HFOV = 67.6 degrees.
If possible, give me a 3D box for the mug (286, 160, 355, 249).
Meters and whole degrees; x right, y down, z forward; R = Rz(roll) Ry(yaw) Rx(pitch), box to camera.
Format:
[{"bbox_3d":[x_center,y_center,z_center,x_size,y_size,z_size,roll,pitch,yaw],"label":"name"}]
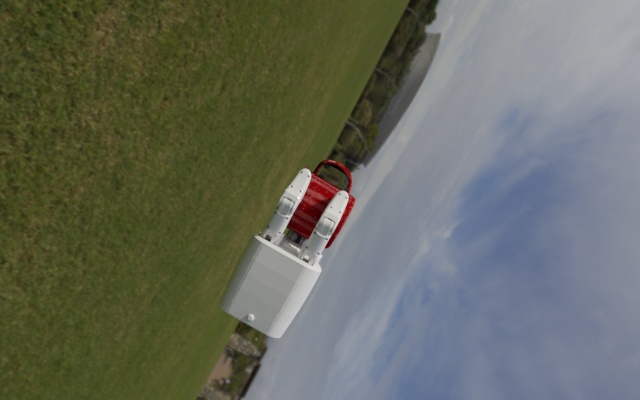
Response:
[{"bbox_3d":[0.001,0.001,0.647,0.081,0.117,0.093,30,7,0],"label":"mug"}]
